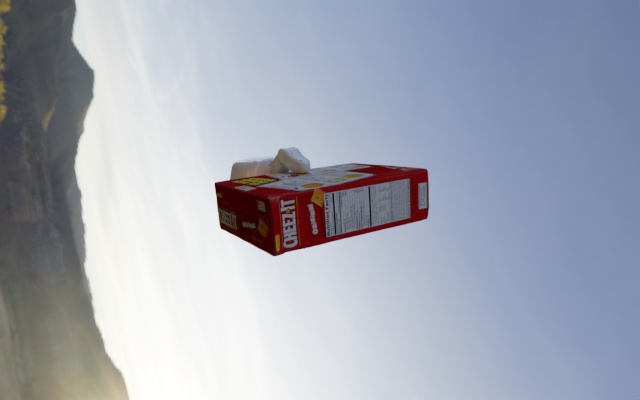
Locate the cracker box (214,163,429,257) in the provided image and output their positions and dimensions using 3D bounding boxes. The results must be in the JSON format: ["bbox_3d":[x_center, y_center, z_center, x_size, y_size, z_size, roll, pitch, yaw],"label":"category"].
[{"bbox_3d":[0.000,0.002,0.590,0.213,0.072,0.164,-11,12,-30],"label":"cracker box"}]
